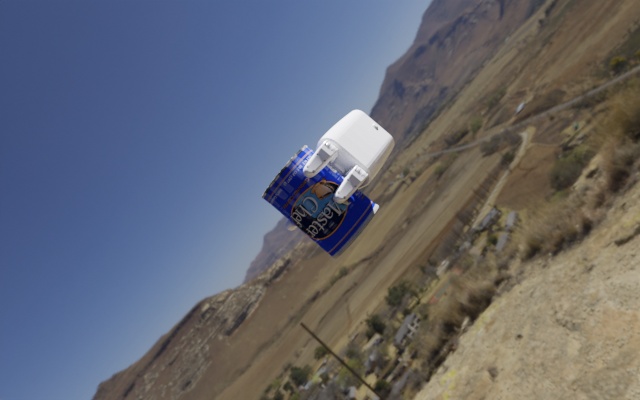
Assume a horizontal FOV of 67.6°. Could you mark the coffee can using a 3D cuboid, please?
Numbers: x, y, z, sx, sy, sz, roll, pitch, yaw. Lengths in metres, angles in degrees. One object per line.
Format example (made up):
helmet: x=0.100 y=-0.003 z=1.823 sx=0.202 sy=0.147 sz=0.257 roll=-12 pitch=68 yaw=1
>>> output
coffee can: x=0.000 y=0.003 z=0.703 sx=0.140 sy=0.103 sz=0.103 roll=40 pitch=0 yaw=0
